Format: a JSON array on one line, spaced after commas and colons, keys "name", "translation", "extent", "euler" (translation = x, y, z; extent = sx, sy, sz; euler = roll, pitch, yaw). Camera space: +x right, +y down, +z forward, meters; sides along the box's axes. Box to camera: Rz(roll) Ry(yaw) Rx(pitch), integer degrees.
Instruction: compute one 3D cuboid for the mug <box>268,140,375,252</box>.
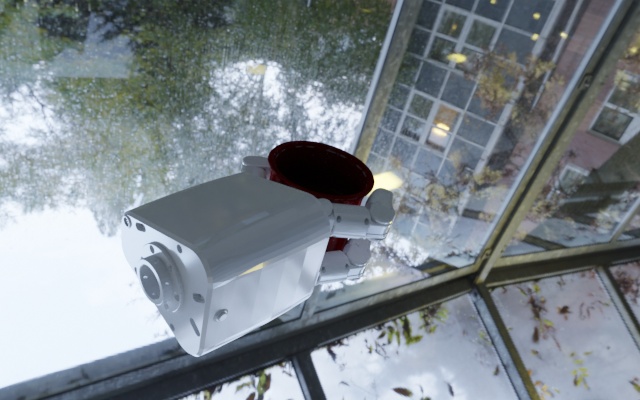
[{"name": "mug", "translation": [0.001, 0.001, 0.434], "extent": [0.093, 0.081, 0.117], "euler": [37, 38, 29]}]
